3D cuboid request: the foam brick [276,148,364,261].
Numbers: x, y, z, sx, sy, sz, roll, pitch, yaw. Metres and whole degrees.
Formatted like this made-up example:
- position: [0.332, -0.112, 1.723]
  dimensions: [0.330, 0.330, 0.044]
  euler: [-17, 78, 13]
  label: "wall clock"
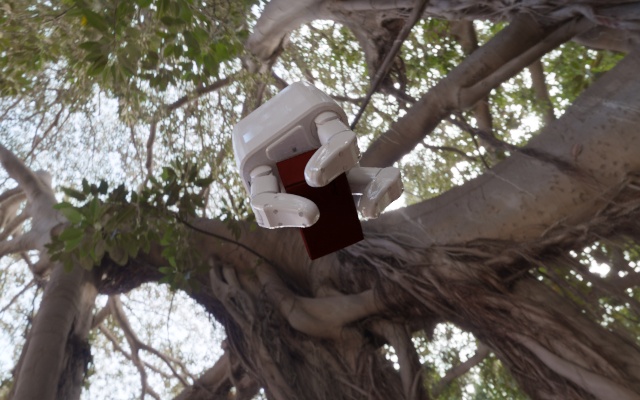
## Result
- position: [0.000, 0.002, 0.422]
  dimensions: [0.053, 0.078, 0.051]
  euler: [-20, 31, -4]
  label: "foam brick"
